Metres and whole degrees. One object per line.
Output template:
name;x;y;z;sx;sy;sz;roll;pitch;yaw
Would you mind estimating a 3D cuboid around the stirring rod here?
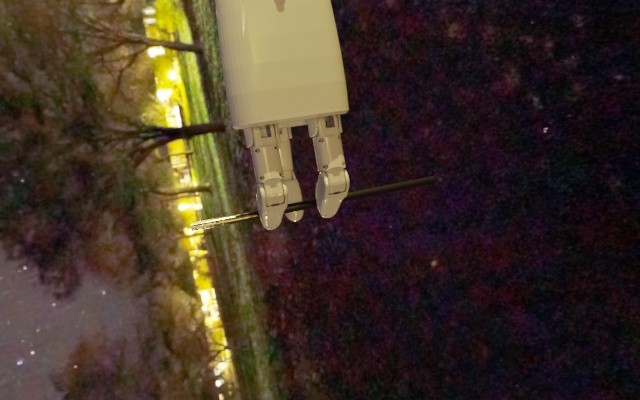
stirring rod;0.000;0.001;0.451;0.239;0.011;0.011;-11;3;-16
